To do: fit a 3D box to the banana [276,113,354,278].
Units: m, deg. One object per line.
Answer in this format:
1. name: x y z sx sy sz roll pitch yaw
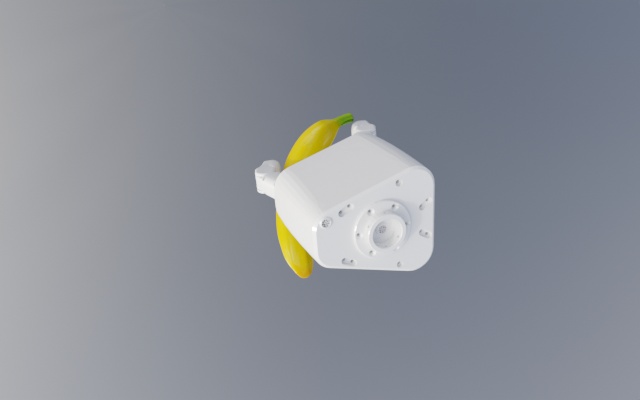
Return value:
1. banana: -0.016 -0.004 0.527 0.069 0.198 0.037 10 14 -26
